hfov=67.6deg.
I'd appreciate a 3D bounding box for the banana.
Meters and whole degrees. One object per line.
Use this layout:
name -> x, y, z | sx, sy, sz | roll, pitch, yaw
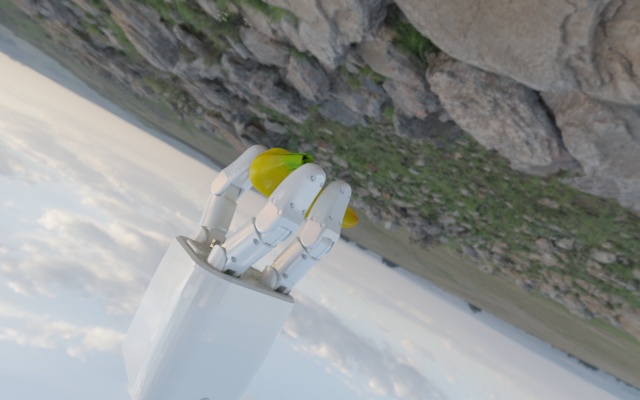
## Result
banana -> -0.017, -0.007, 0.432 | 0.069, 0.037, 0.198 | 24, -6, 19
